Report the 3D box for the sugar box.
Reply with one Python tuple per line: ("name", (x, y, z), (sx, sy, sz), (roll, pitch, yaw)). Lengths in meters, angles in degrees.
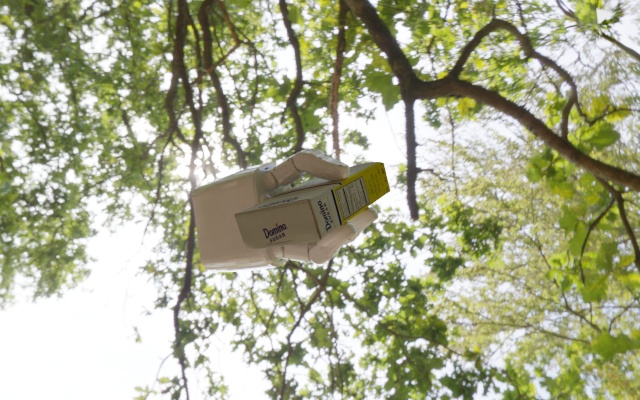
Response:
("sugar box", (0.000, 0.002, 0.516), (0.093, 0.048, 0.176), (-11, 12, 33))
